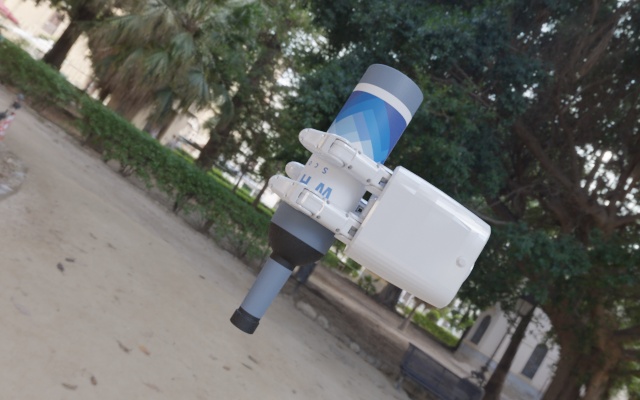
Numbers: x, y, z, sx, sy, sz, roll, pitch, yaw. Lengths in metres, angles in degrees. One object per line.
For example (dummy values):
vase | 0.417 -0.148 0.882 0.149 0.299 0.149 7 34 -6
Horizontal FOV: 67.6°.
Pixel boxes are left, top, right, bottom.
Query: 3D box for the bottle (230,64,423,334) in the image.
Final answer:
bottle | 0.000 0.001 0.486 0.069 0.295 0.069 32 -6 4
